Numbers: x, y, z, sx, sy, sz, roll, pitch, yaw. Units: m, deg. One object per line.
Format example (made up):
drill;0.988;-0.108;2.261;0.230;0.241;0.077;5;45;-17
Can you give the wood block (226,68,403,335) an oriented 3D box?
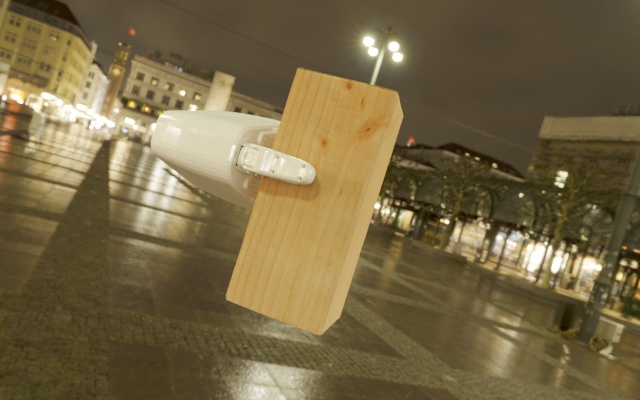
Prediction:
wood block;0.000;0.001;0.433;0.090;0.206;0.091;17;1;14
